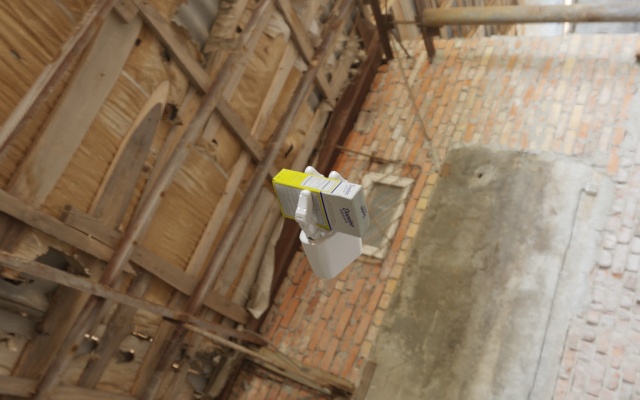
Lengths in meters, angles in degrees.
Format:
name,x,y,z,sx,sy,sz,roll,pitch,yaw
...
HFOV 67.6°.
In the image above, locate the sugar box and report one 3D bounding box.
name,x,y,z,sx,sy,sz,roll,pitch,yaw
sugar box,0.000,0.003,0.868,0.176,0.093,0.048,12,45,31
